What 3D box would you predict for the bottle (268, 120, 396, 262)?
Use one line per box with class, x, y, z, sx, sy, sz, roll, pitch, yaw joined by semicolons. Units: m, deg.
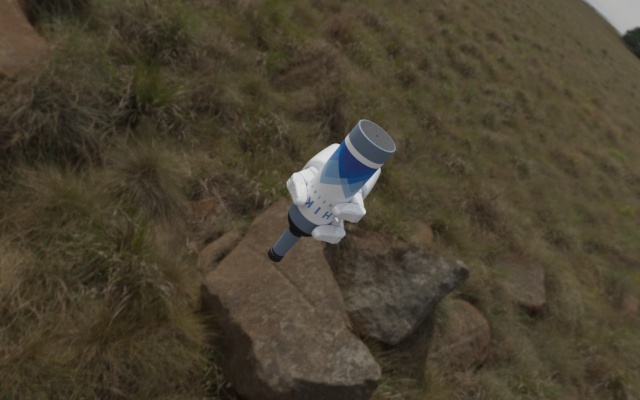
bottle;0.000;0.002;0.757;0.069;0.069;0.296;0;-40;-46
